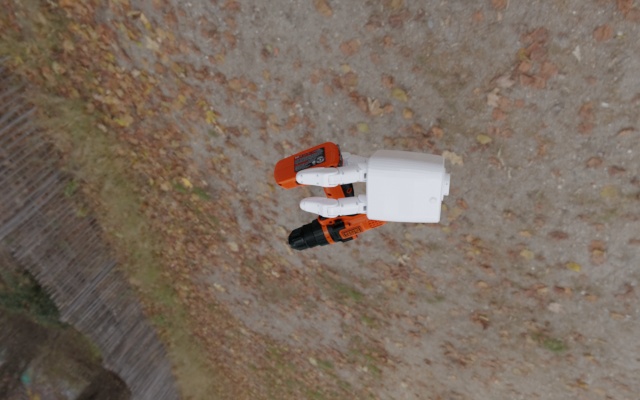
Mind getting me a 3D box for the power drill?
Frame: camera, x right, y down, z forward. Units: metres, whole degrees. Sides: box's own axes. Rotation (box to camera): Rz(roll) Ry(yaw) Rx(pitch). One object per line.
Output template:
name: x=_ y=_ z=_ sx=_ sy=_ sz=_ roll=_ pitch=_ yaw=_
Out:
power drill: x=0.000 y=0.002 z=0.776 sx=0.184 sy=0.057 sz=0.188 roll=-21 pitch=-45 yaw=14
